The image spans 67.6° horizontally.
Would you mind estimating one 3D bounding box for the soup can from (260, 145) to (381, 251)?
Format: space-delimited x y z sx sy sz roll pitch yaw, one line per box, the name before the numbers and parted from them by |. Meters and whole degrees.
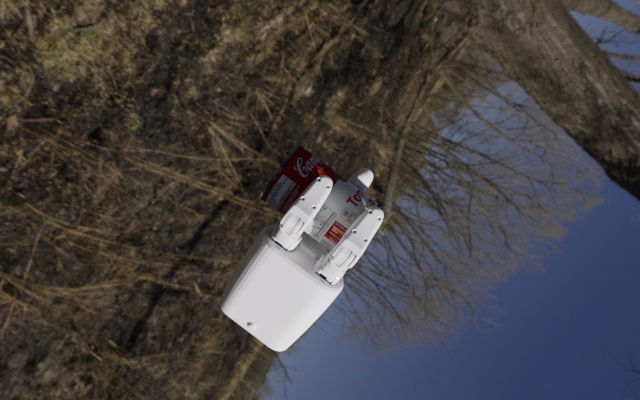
soup can | 0.001 0.001 0.479 0.102 0.068 0.068 37 1 1
